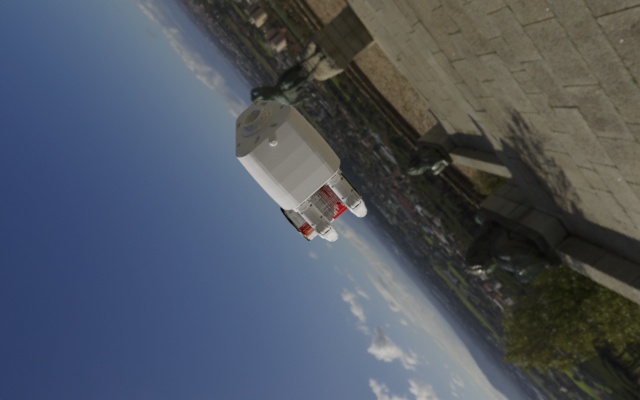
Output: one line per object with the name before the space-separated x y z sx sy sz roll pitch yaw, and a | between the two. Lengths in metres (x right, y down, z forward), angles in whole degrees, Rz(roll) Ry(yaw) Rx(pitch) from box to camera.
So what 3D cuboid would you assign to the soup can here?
soup can | 0.000 0.003 0.700 0.102 0.068 0.068 -41 -1 1
